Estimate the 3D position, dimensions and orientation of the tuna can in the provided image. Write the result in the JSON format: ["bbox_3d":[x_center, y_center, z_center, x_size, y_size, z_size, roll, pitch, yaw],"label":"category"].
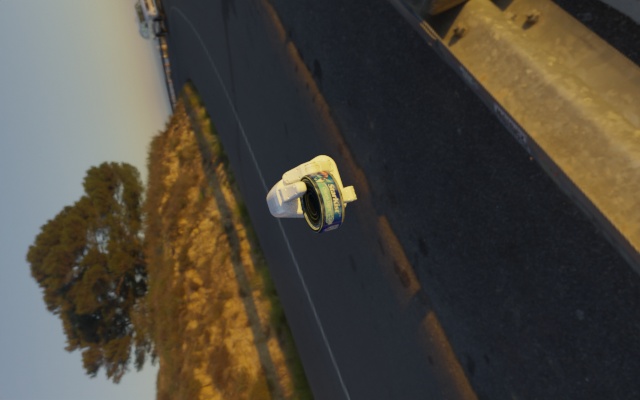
[{"bbox_3d":[0.000,0.002,0.677,0.034,0.086,0.086,-14,5,-21],"label":"tuna can"}]
